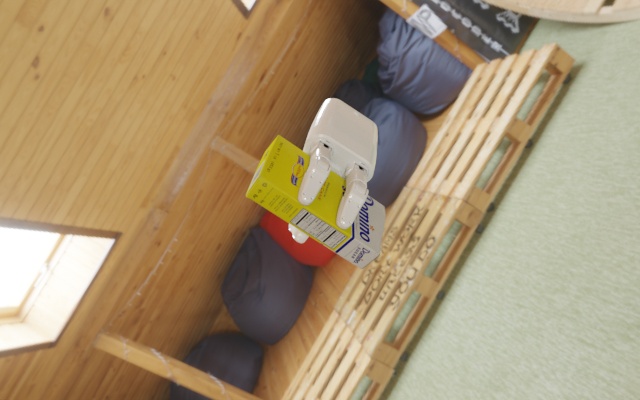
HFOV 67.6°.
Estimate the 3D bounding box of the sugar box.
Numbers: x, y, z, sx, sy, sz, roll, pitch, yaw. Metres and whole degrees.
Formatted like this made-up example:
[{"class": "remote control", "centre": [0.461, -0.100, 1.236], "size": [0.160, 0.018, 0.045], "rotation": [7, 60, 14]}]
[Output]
[{"class": "sugar box", "centre": [0.000, 0.001, 0.599], "size": [0.176, 0.093, 0.048], "rotation": [31, -50, -13]}]
